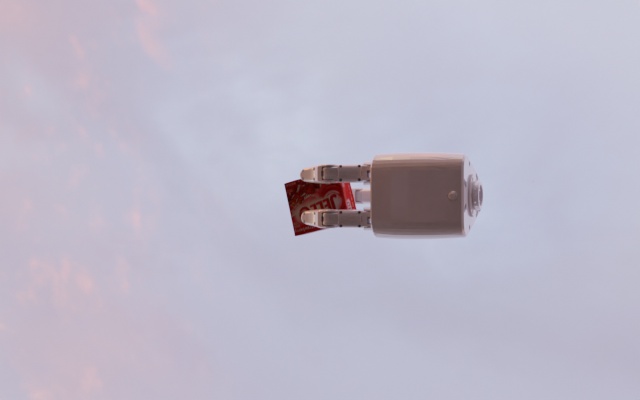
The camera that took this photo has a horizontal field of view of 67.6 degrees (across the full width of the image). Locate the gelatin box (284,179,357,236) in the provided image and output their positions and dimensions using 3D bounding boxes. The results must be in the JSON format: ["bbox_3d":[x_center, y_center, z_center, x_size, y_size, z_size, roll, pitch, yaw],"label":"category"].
[{"bbox_3d":[0.000,0.002,0.625,0.089,0.073,0.030,-15,-6,32],"label":"gelatin box"}]
